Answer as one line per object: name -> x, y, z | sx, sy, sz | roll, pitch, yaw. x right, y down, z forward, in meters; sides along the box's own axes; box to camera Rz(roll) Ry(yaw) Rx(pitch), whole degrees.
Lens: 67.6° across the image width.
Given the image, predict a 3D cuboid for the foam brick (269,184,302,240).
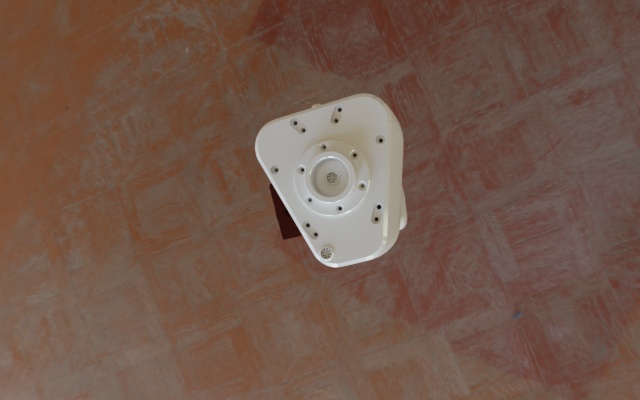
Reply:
foam brick -> 0.000, 0.002, 0.439 | 0.078, 0.053, 0.051 | -15, -3, 11
